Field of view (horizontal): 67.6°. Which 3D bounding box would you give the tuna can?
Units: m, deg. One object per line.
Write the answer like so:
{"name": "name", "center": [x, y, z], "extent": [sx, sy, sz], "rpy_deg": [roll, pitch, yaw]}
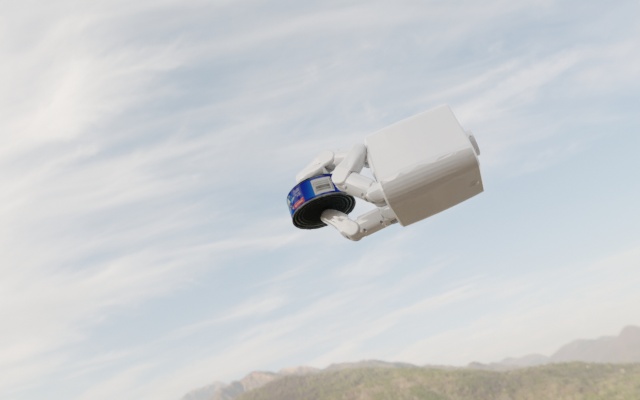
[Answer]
{"name": "tuna can", "center": [0.000, 0.002, 0.617], "extent": [0.086, 0.033, 0.086], "rpy_deg": [-16, -28, -8]}
